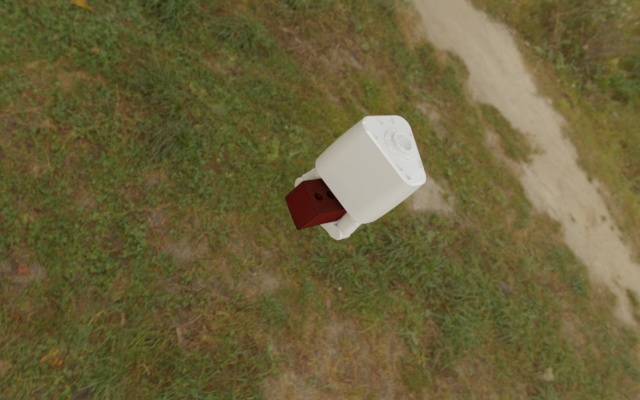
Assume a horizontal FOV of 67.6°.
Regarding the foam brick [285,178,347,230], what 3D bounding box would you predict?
[{"bbox_3d":[0.000,0.002,0.668,0.078,0.053,0.051,-11,-20,-42],"label":"foam brick"}]
